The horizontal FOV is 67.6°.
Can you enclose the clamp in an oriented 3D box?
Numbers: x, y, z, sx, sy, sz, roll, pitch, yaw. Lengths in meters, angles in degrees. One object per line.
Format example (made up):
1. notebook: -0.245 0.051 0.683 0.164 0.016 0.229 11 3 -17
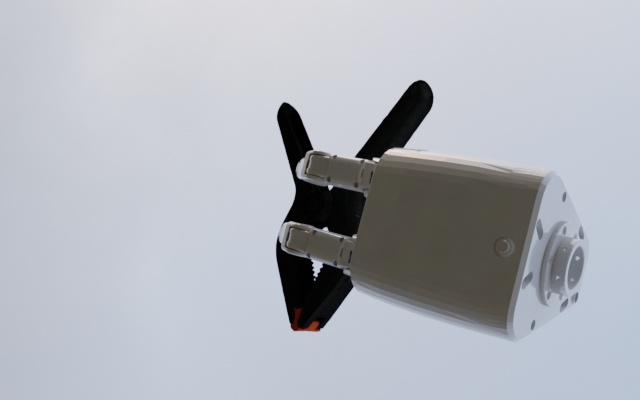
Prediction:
1. clamp: 0.001 0.002 0.405 0.036 0.210 0.164 18 -4 -44
